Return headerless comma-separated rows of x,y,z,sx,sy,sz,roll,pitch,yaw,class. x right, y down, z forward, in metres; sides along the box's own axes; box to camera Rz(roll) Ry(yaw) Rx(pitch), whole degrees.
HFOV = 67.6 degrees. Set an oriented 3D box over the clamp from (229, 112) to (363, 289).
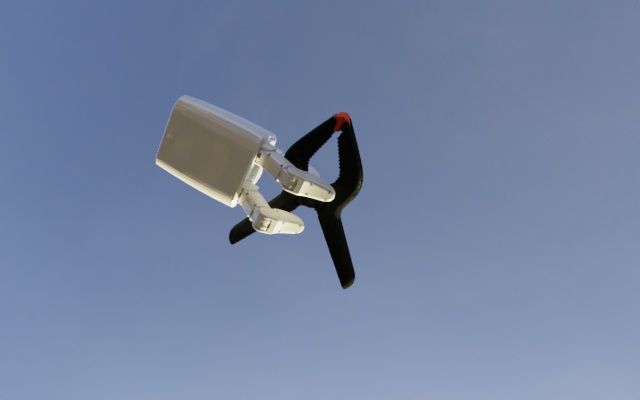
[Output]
0.000,0.001,0.559,0.164,0.210,0.036,27,23,-2,clamp
